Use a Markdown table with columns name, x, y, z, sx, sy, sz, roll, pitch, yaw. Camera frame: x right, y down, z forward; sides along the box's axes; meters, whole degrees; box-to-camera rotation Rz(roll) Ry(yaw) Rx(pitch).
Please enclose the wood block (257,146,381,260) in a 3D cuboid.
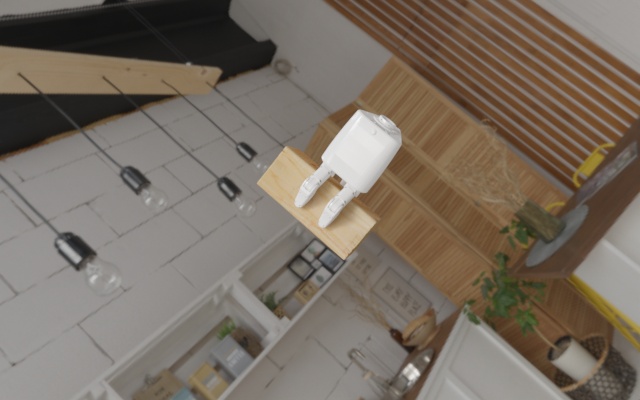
| name | x | y | z | sx | sy | sz | roll | pitch | yaw |
| --- | --- | --- | --- | --- | --- | --- | --- | --- | --- |
| wood block | 0.000 | 0.002 | 0.868 | 0.206 | 0.090 | 0.091 | 41 | 10 | 9 |
